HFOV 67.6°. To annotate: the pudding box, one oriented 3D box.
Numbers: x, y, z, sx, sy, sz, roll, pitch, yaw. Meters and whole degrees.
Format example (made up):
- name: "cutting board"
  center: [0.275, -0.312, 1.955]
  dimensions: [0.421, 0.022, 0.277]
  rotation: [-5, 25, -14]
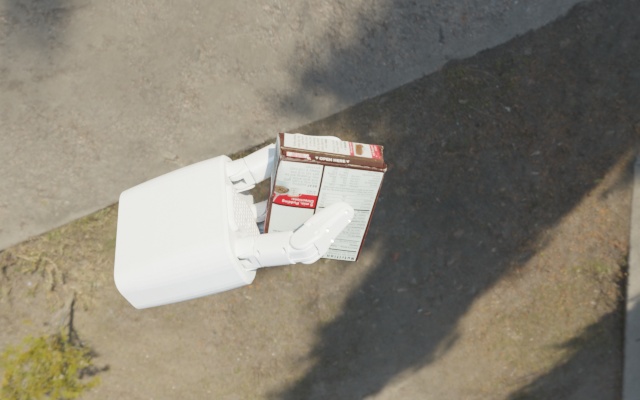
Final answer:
- name: "pudding box"
  center: [0.000, 0.001, 0.416]
  dimensions: [0.090, 0.114, 0.039]
  rotation: [6, 41, -9]
